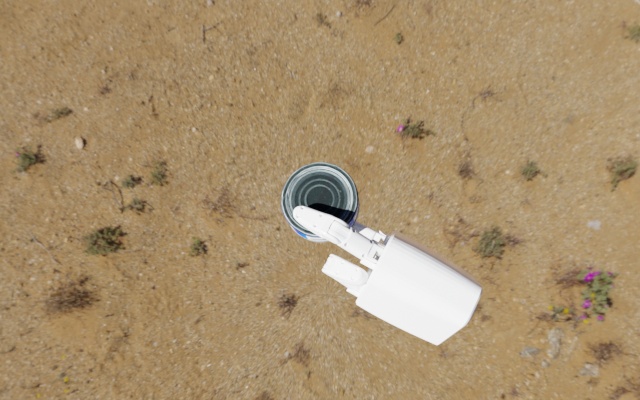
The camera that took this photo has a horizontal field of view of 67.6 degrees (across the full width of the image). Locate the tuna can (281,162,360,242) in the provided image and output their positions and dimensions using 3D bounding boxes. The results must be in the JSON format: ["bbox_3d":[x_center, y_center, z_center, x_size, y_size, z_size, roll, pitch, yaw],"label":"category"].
[{"bbox_3d":[0.000,0.002,0.529,0.086,0.086,0.034,0,-14,6],"label":"tuna can"}]
